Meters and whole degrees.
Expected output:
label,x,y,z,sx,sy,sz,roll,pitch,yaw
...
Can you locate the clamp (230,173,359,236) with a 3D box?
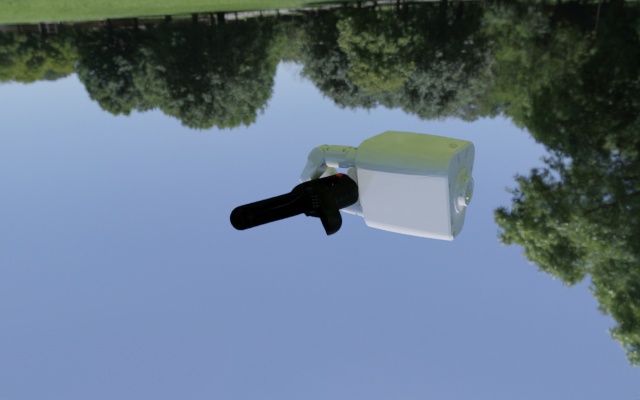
label,x,y,z,sx,sy,sz,roll,pitch,yaw
clamp,0.000,0.002,0.517,0.120,0.039,0.171,11,24,32
